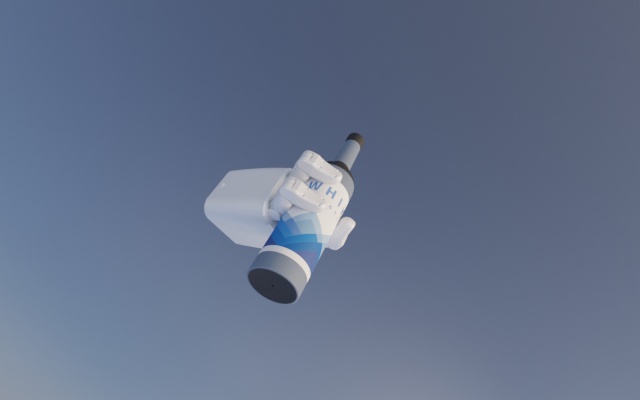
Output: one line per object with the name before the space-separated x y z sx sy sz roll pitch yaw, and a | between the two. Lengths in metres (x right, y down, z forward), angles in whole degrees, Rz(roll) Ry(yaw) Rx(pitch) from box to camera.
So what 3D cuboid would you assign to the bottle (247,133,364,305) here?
bottle | 0.000 0.002 0.641 0.069 0.069 0.295 0 41 30
